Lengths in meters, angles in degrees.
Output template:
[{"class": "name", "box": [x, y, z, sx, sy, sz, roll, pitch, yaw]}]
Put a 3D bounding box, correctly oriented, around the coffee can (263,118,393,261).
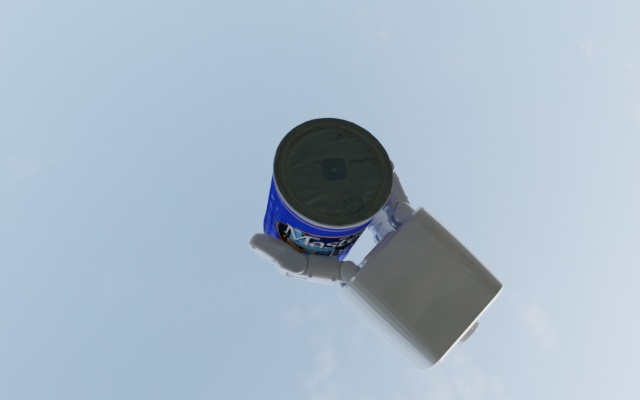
[{"class": "coffee can", "box": [0.000, 0.001, 0.460, 0.103, 0.102, 0.140, 0, -23, -11]}]
